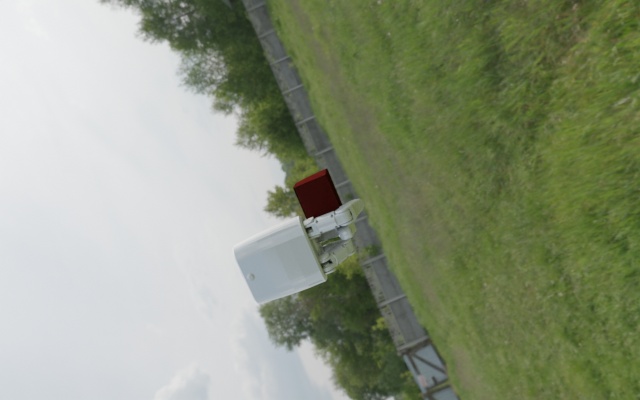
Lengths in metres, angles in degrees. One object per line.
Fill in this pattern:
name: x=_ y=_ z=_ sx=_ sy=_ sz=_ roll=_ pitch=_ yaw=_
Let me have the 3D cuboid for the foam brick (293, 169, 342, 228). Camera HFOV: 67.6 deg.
foam brick: x=0.000 y=0.002 z=0.684 sx=0.051 sy=0.078 sz=0.053 roll=-22 pitch=10 yaw=8
